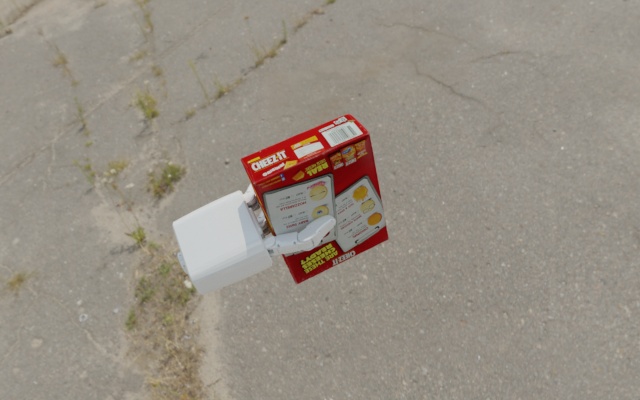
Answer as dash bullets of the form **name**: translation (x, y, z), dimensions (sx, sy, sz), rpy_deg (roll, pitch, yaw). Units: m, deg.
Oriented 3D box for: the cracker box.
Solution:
- **cracker box**: translation (0.000, 0.002, 0.687), dimensions (0.164, 0.214, 0.072), rpy_deg (-25, 44, -8)
